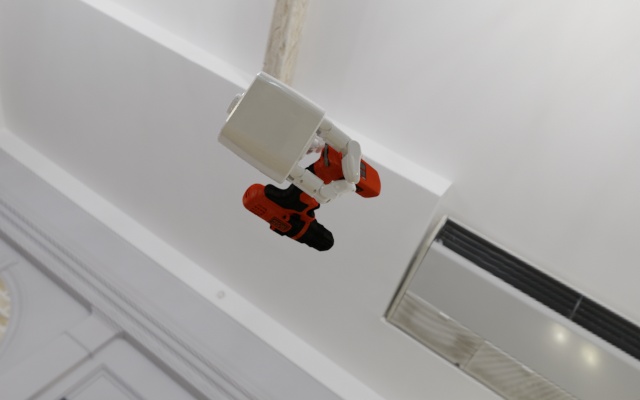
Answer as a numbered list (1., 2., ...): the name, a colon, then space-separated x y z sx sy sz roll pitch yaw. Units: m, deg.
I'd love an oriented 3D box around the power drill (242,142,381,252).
1. power drill: 0.000 0.002 0.742 0.184 0.057 0.188 33 -52 -32
